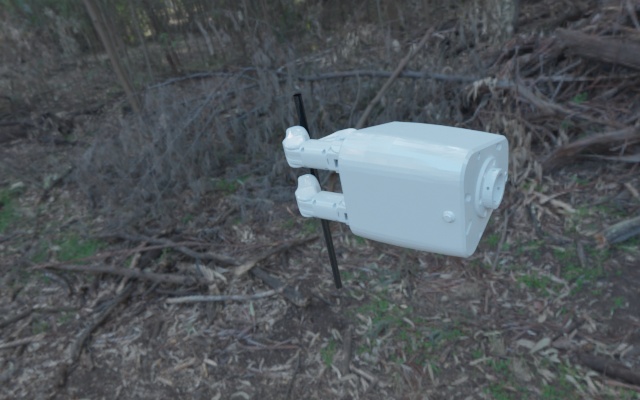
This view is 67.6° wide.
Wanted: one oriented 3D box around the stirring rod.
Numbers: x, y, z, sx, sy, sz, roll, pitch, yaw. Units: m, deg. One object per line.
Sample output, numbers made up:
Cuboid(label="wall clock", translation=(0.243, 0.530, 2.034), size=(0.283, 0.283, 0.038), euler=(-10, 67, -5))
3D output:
Cuboid(label="stirring rod", translation=(0.000, 0.002, 0.513), size=(0.011, 0.240, 0.011), euler=(-9, 30, 5))
